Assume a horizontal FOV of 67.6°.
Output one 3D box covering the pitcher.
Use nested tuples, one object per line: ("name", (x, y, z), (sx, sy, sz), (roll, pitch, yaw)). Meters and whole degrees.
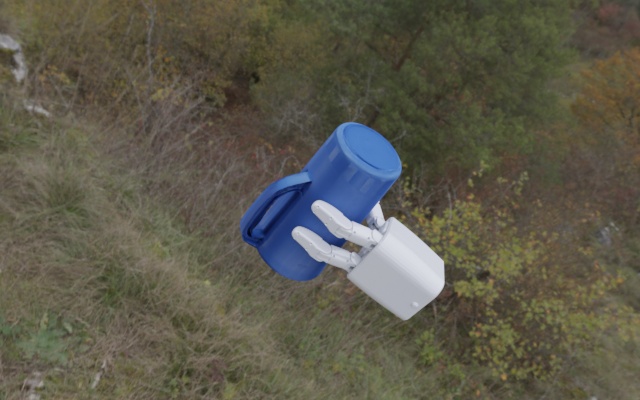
("pitcher", (0.000, 0.002, 0.709), (0.243, 0.145, 0.149), (-51, -3, 36))
